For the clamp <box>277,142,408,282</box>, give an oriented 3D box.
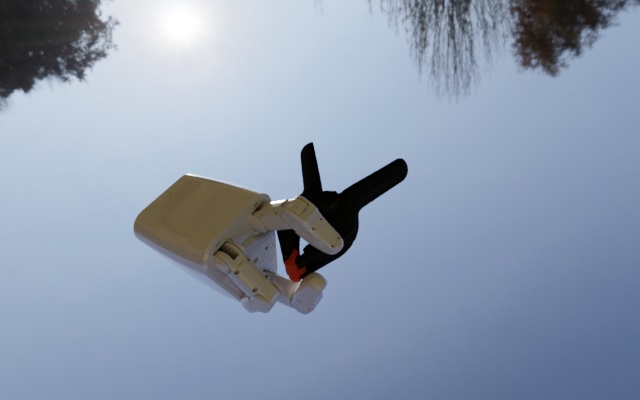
[{"bbox_3d":[0.000,0.002,0.480,0.120,0.039,0.171,16,50,32],"label":"clamp"}]
